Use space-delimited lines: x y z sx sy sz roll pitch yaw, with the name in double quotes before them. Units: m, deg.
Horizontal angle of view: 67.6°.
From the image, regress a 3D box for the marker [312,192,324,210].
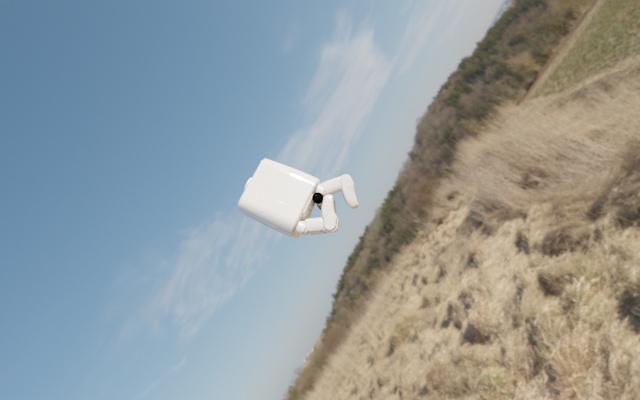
"marker" 0.000 0.003 0.836 0.020 0.020 0.121 0 -7 5
